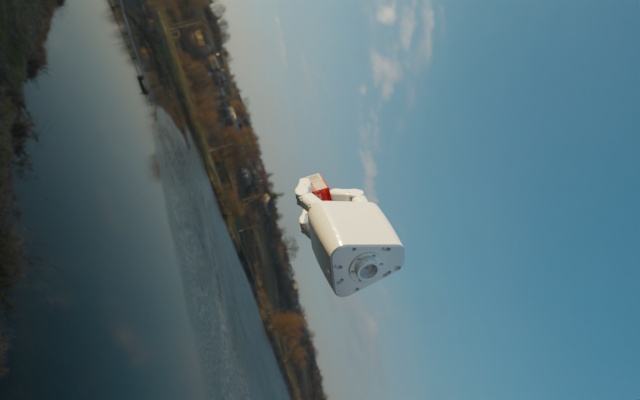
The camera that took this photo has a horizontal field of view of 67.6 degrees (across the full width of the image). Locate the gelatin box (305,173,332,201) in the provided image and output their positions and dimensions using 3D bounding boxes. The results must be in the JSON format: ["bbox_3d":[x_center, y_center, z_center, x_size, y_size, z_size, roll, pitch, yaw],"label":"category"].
[{"bbox_3d":[0.001,0.002,0.802,0.030,0.073,0.089,-15,21,-6],"label":"gelatin box"}]
